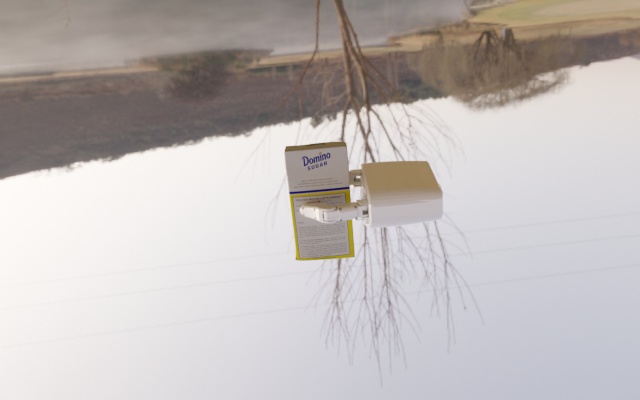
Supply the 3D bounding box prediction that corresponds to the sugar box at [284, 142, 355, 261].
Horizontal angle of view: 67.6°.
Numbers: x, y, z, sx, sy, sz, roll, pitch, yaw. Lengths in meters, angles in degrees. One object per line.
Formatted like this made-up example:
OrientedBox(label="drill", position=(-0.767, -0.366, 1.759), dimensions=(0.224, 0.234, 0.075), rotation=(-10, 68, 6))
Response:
OrientedBox(label="sugar box", position=(0.000, 0.002, 0.722), dimensions=(0.093, 0.176, 0.048), rotation=(-4, 17, 1))
